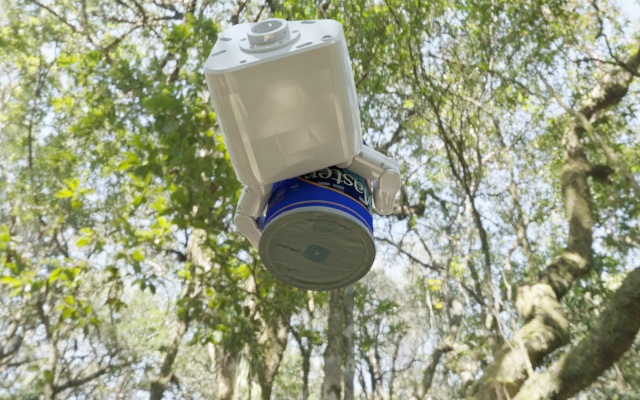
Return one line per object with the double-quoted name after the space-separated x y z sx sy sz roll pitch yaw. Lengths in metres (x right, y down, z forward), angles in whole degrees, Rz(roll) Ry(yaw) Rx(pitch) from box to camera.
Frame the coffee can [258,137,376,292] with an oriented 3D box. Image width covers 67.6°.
0.000 0.002 0.466 0.103 0.103 0.140 0 41 4 "coffee can"
